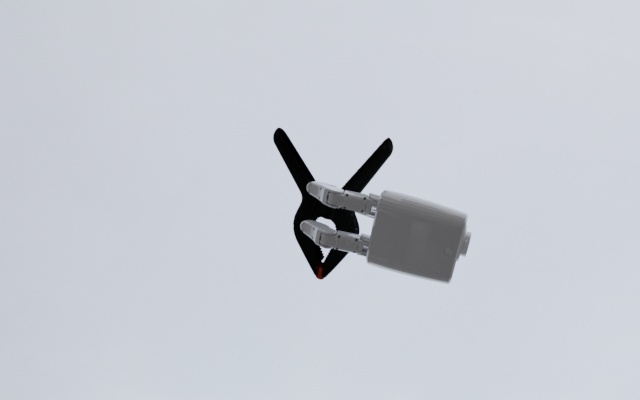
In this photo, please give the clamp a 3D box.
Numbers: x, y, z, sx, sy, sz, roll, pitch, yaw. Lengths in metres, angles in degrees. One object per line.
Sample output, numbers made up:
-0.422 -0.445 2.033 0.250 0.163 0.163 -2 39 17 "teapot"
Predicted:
0.001 0.003 0.651 0.164 0.210 0.036 15 17 18 "clamp"
